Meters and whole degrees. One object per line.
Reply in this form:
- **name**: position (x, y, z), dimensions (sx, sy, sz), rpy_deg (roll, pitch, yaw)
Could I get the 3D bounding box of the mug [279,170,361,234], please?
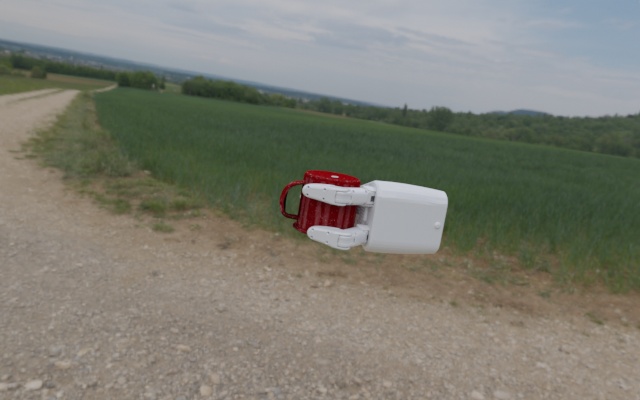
- **mug**: position (-0.001, 0.002, 0.676), dimensions (0.117, 0.081, 0.093), rpy_deg (6, 11, -13)
